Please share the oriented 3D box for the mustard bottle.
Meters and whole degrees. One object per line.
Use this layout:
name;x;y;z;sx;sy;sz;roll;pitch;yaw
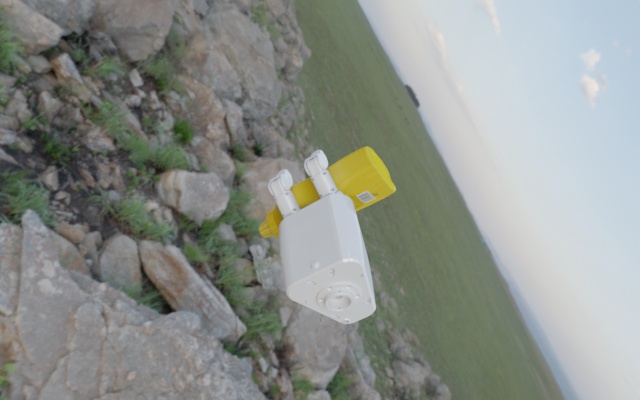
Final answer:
mustard bottle;0.000;0.002;0.643;0.191;0.058;0.096;-28;-27;15
